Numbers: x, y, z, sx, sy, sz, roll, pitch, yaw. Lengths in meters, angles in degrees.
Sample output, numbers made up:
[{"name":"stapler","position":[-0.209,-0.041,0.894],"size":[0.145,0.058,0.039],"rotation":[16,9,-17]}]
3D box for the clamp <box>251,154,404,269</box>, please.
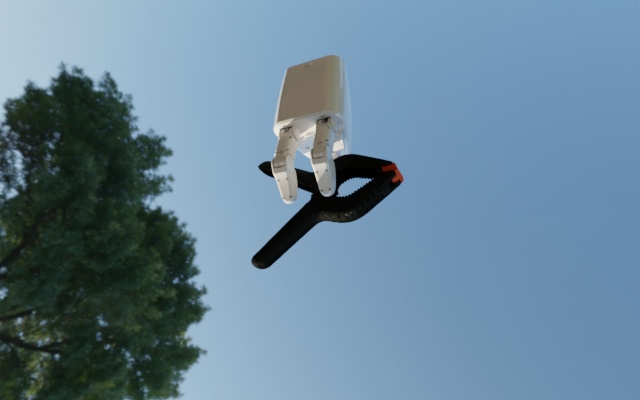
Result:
[{"name":"clamp","position":[0.001,0.002,0.604],"size":[0.210,0.164,0.036],"rotation":[-10,-33,25]}]
